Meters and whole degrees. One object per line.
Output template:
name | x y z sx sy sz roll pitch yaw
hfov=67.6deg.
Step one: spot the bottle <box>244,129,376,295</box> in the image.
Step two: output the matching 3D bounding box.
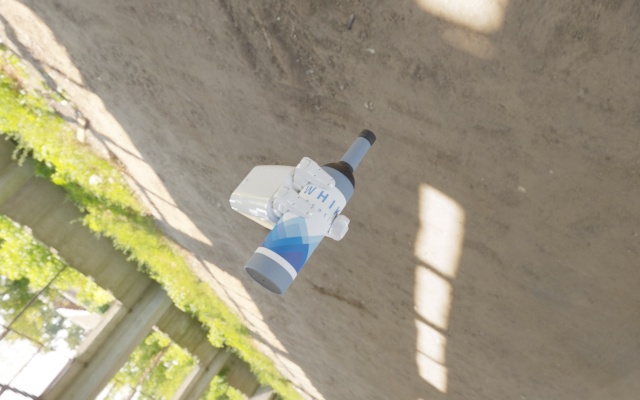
bottle | 0.000 0.003 0.718 0.069 0.295 0.069 29 -25 15
